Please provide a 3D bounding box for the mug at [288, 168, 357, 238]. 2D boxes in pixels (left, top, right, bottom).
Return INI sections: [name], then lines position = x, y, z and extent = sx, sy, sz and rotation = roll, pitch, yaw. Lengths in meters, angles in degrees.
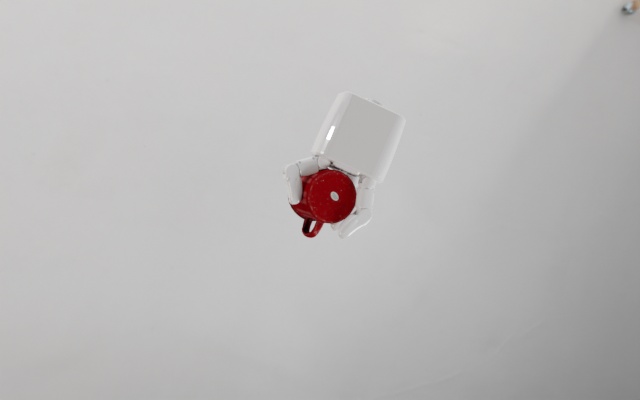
[mug]
position = 0.000, 0.004, 0.743
extent = 0.093, 0.117, 0.081
rotation = 24, -3, -21
